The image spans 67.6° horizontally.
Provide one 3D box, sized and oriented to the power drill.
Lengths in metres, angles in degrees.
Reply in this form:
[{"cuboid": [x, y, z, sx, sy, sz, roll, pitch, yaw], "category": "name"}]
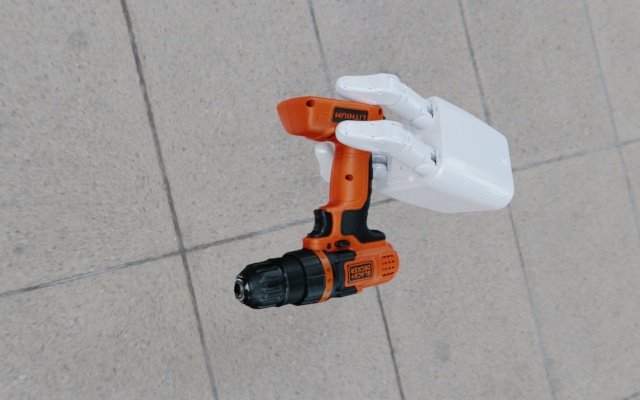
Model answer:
[{"cuboid": [0.000, 0.001, 0.449, 0.184, 0.187, 0.057, -4, 5, -41], "category": "power drill"}]
